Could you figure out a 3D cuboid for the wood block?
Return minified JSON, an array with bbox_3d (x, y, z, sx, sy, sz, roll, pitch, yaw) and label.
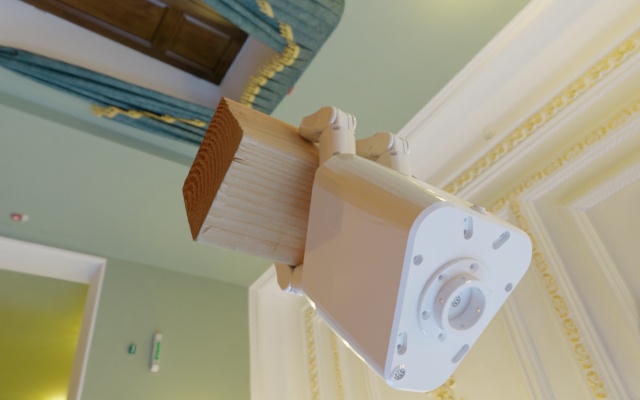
[{"bbox_3d":[0.000,0.002,0.409,0.206,0.091,0.090,19,20,-30],"label":"wood block"}]
